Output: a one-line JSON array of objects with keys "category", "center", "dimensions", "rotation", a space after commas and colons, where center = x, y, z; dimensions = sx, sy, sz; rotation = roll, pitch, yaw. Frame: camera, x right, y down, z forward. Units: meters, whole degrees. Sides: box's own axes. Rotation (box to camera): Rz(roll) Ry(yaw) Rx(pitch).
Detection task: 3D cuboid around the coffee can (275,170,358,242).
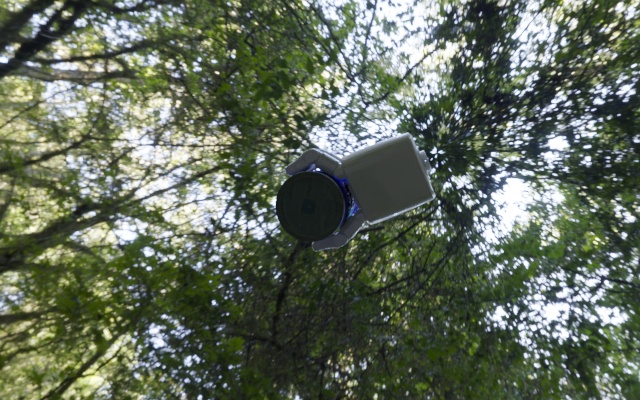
[{"category": "coffee can", "center": [0.000, 0.003, 0.750], "dimensions": [0.103, 0.103, 0.140], "rotation": [0, 6, 14]}]
